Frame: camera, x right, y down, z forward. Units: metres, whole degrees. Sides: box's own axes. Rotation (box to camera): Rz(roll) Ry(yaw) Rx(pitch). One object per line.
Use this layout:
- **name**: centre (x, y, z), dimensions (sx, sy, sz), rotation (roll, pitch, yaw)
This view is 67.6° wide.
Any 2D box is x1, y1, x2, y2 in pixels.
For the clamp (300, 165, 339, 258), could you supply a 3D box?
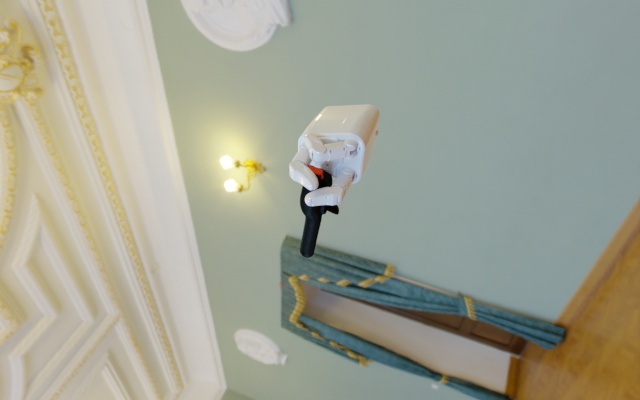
- **clamp**: centre (0.000, 0.002, 0.799), dimensions (0.039, 0.172, 0.120), rotation (17, 43, 14)
